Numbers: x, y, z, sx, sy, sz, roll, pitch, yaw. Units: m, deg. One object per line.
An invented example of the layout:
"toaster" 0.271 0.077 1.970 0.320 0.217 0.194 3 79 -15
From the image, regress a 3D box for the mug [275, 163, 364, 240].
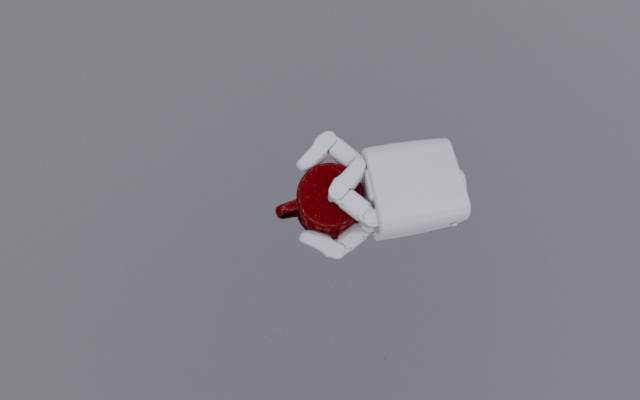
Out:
"mug" -0.001 0.002 0.608 0.117 0.093 0.081 -10 -10 -1
